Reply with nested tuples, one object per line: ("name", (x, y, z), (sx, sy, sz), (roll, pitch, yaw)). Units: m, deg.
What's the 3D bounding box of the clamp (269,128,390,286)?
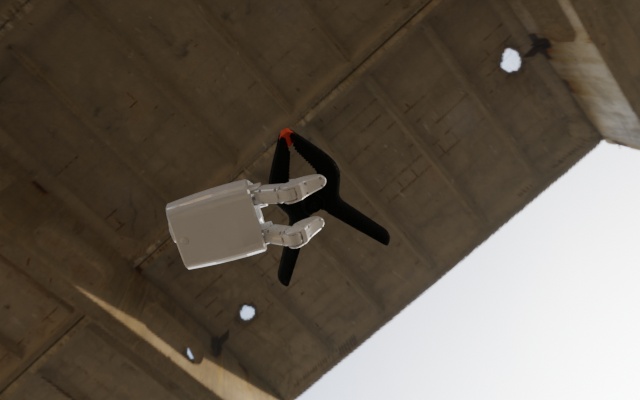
("clamp", (0.000, 0.001, 0.635), (0.164, 0.210, 0.036), (-16, 20, -6))
